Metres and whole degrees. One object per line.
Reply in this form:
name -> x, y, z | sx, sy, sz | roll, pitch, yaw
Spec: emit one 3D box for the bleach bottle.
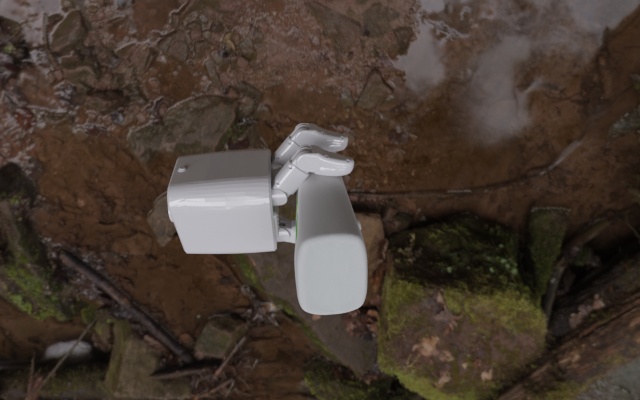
bleach bottle -> 0.000, 0.002, 0.540 | 0.068, 0.103, 0.250 | -4, 34, -3
